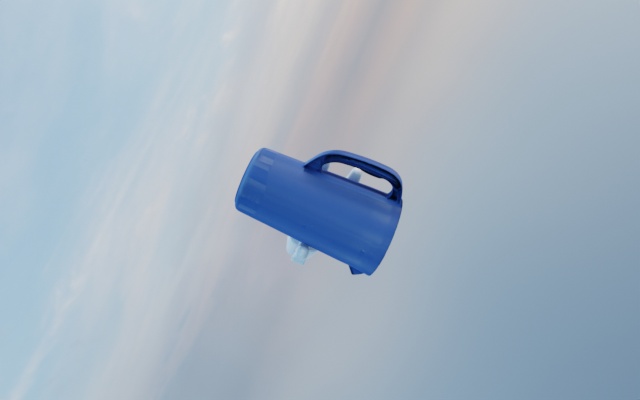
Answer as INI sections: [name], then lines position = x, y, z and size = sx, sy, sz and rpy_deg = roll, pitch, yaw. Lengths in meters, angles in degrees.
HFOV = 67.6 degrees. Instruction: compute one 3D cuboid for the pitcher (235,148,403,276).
[pitcher]
position = 0.000, 0.003, 0.742
size = 0.243, 0.149, 0.145
rpy_deg = 24, -19, -2
